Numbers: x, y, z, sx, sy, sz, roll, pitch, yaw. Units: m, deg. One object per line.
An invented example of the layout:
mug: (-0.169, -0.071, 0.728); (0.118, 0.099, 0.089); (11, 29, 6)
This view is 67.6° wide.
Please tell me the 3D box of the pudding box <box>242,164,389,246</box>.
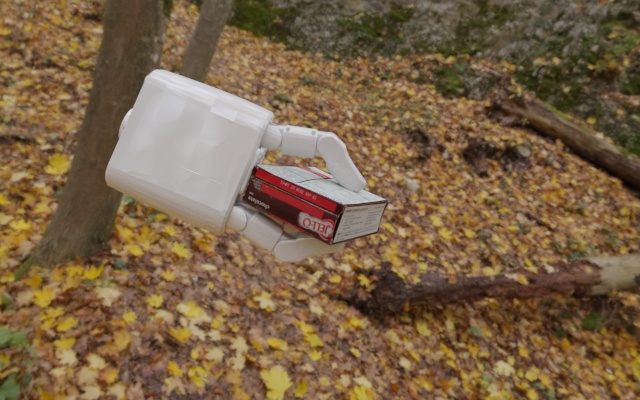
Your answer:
pudding box: (0.000, 0.001, 0.424); (0.090, 0.039, 0.113); (26, 14, 23)
